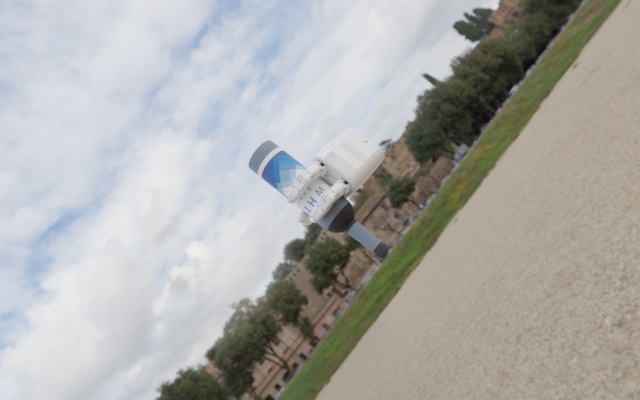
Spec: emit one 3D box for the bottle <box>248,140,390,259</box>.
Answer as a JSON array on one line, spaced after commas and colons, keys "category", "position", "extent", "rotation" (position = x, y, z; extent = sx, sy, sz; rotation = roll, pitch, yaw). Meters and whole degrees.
[{"category": "bottle", "position": [0.000, 0.003, 0.865], "extent": [0.295, 0.069, 0.069], "rotation": [38, 9, 12]}]
